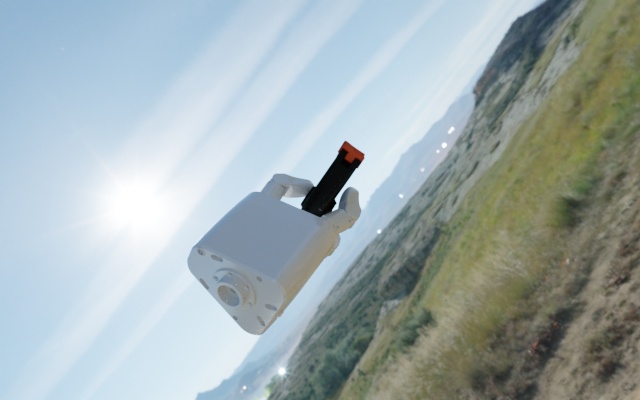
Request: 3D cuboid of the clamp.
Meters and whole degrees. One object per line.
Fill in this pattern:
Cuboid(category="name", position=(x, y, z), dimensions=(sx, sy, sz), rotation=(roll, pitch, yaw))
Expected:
Cuboid(category="clamp", position=(0.000, 0.001, 0.589), dimensions=(0.036, 0.210, 0.164), rotation=(35, 39, 2))
